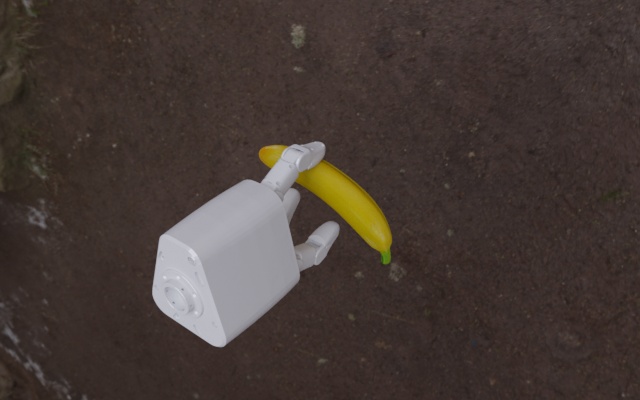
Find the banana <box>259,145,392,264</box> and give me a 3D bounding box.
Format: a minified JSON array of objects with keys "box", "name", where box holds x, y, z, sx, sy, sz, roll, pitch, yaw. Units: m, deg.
[{"box":[0.010,-0.007,0.525,0.037,0.198,0.070,-41,-10,-42],"name":"banana"}]
